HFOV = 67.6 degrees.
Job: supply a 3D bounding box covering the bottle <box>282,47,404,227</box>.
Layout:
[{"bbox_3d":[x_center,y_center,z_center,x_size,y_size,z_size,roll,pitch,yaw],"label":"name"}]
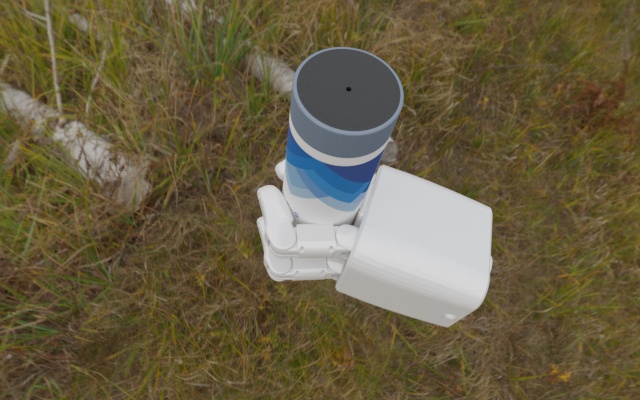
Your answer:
[{"bbox_3d":[0.000,0.001,0.410,0.069,0.069,0.296,0,-27,-7],"label":"bottle"}]
